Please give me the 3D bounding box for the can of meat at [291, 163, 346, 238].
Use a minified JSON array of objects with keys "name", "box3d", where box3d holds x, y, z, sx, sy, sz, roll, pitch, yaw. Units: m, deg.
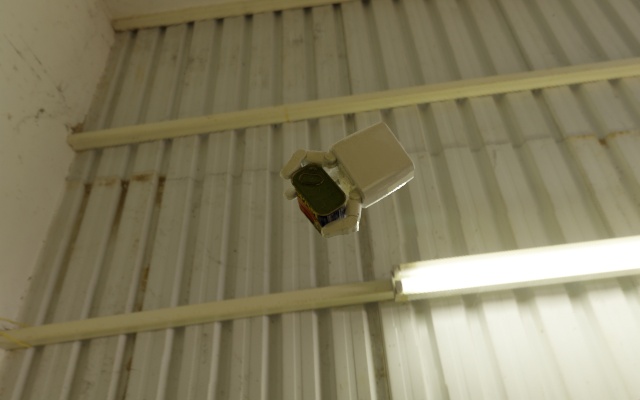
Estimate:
[{"name":"can of meat","box3d":[0.000,0.003,0.791,0.057,0.102,0.084,-32,-31,-13]}]
